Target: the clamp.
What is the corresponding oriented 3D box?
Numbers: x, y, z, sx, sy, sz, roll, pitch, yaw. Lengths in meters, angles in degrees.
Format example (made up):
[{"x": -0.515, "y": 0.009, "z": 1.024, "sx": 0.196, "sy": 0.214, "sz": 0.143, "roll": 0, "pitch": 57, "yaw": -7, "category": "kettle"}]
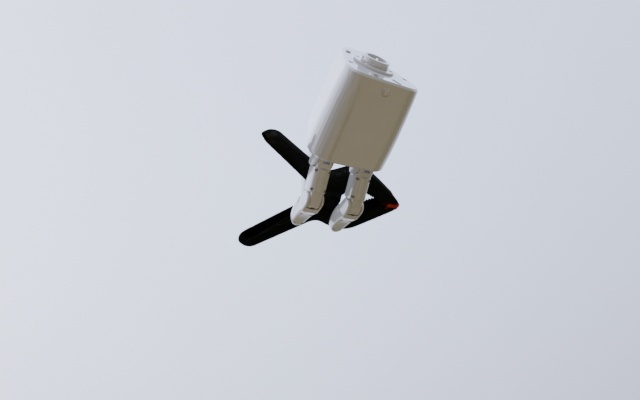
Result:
[{"x": 0.000, "y": 0.001, "z": 0.615, "sx": 0.210, "sy": 0.165, "sz": 0.036, "roll": 10, "pitch": 32, "yaw": -26, "category": "clamp"}]
